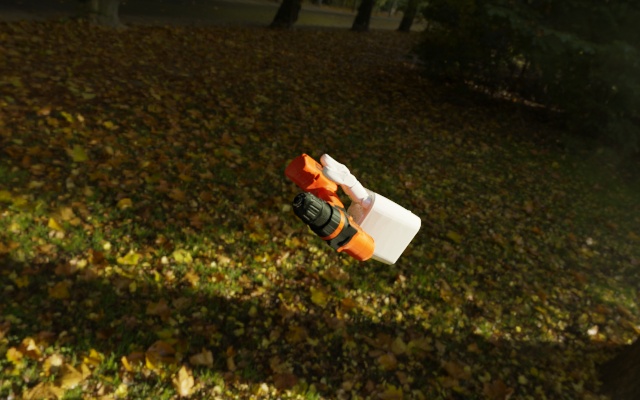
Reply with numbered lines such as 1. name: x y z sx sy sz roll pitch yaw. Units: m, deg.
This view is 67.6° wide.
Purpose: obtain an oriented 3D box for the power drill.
1. power drill: 0.000 0.002 0.793 0.184 0.057 0.187 40 16 -40
